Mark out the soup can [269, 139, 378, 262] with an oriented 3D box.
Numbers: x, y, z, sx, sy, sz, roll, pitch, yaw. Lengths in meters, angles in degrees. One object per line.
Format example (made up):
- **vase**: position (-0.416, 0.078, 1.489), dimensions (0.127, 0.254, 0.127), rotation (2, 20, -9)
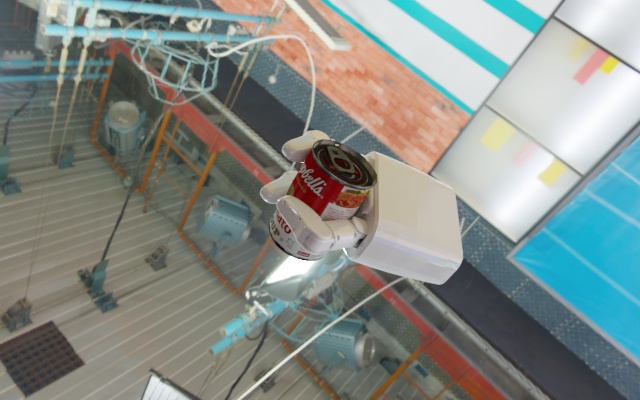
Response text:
- **soup can**: position (-0.001, 0.002, 0.461), dimensions (0.068, 0.102, 0.068), rotation (23, 33, -16)
